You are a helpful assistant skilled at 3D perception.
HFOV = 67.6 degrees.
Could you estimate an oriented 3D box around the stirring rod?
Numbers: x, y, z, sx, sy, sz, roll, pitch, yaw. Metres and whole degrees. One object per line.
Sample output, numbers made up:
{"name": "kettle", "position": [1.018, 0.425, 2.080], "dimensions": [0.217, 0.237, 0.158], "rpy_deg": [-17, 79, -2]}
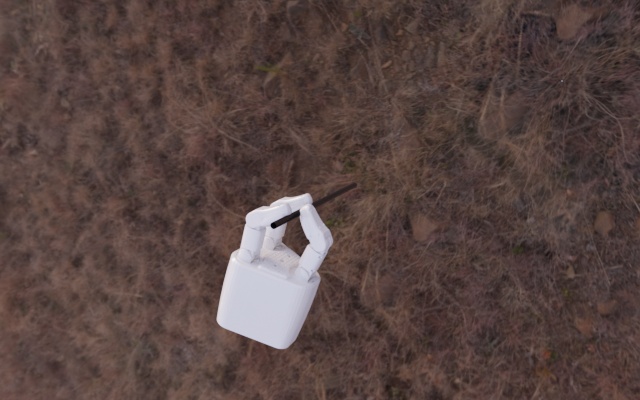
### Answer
{"name": "stirring rod", "position": [0.000, 0.002, 0.639], "dimensions": [0.011, 0.011, 0.239], "rpy_deg": [0, 13, 27]}
